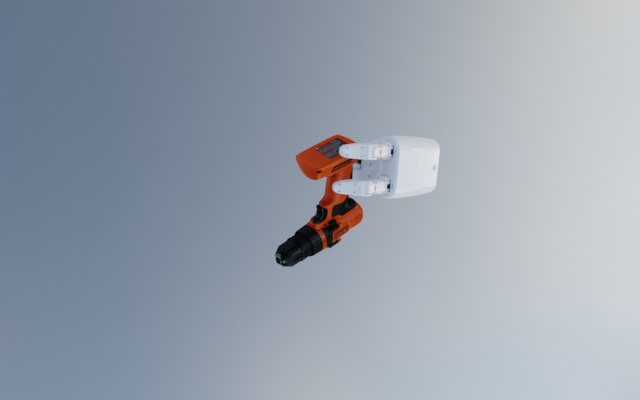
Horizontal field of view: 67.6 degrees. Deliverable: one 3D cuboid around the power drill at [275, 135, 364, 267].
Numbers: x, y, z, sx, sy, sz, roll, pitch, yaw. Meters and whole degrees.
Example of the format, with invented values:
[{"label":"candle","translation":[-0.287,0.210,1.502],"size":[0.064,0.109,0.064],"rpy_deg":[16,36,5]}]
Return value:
[{"label":"power drill","translation":[0.000,0.002,0.755],"size":[0.057,0.188,0.184],"rpy_deg":[33,49,31]}]
